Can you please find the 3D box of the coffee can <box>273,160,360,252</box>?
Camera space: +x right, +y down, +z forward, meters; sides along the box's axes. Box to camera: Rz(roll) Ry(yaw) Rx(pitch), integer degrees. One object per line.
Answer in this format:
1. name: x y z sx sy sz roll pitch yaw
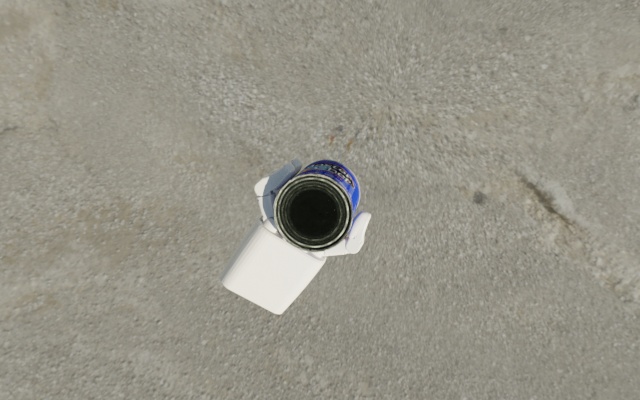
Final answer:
1. coffee can: 0.000 0.002 0.667 0.103 0.103 0.140 0 12 8
